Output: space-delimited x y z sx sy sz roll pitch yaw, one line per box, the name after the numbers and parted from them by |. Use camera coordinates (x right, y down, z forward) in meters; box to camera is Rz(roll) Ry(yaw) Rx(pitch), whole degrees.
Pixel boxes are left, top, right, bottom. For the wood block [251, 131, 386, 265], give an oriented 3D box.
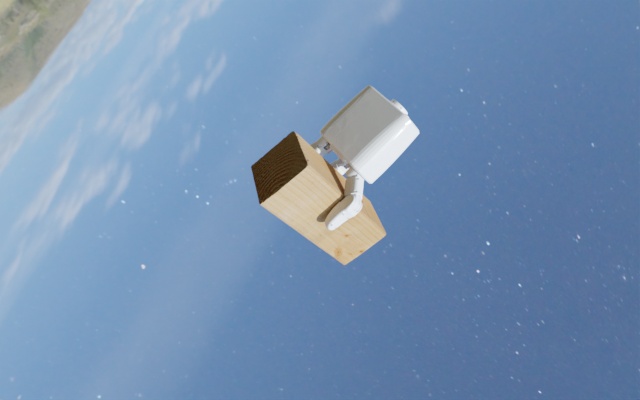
0.001 0.002 0.732 0.090 0.090 0.206 -38 -49 15 | wood block
